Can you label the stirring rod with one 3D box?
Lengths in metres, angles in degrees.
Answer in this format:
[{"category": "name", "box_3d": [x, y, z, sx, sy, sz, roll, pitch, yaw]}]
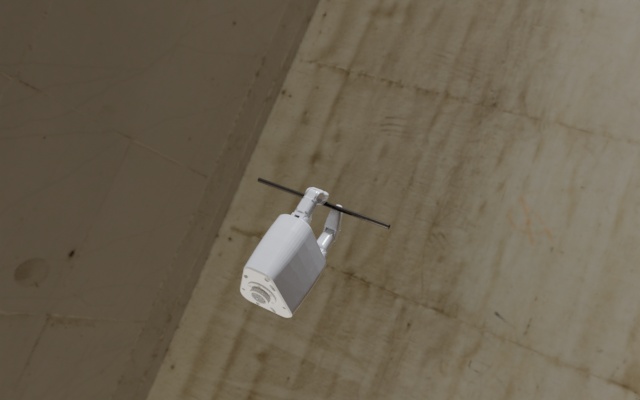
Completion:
[{"category": "stirring rod", "box_3d": [0.000, 0.003, 0.778, 0.239, 0.011, 0.011, 20, 7, 20]}]
